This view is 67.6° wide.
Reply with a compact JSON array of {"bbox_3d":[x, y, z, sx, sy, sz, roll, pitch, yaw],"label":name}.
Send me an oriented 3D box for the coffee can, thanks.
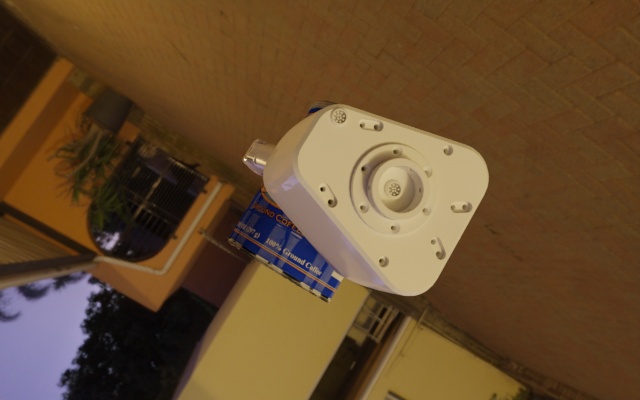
[{"bbox_3d":[0.000,0.001,0.414,0.103,0.140,0.103,31,-8,5],"label":"coffee can"}]
